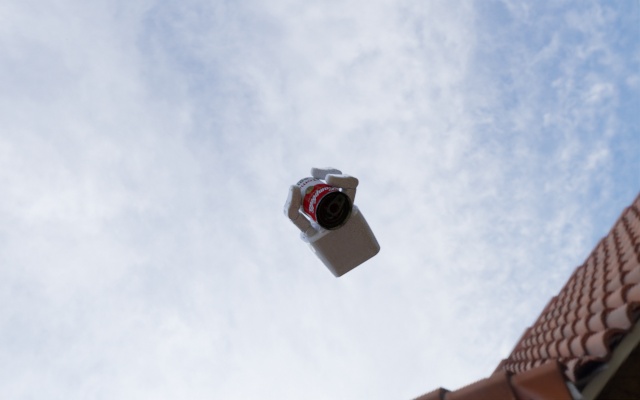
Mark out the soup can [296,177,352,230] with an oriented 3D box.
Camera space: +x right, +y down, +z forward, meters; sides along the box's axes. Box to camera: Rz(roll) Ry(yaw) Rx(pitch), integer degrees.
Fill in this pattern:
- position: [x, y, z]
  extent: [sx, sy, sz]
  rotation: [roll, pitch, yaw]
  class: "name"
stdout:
- position: [0.000, 0.002, 0.820]
  extent: [0.068, 0.068, 0.102]
  rotation: [0, 17, -28]
  class: "soup can"
